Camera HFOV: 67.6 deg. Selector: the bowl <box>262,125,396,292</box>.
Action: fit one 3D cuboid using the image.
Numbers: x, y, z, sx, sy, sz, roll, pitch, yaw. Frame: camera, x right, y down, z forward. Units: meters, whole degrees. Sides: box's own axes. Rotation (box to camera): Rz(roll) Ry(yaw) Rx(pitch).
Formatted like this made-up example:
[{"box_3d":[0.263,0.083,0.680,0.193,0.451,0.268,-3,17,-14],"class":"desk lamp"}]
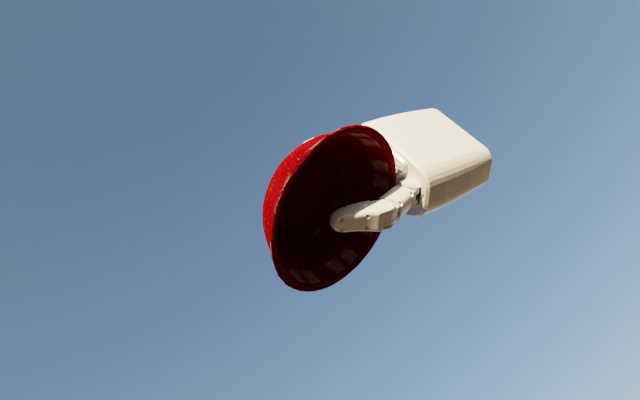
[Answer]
[{"box_3d":[-0.001,0.001,0.447,0.055,0.162,0.162,27,17,38],"class":"bowl"}]
